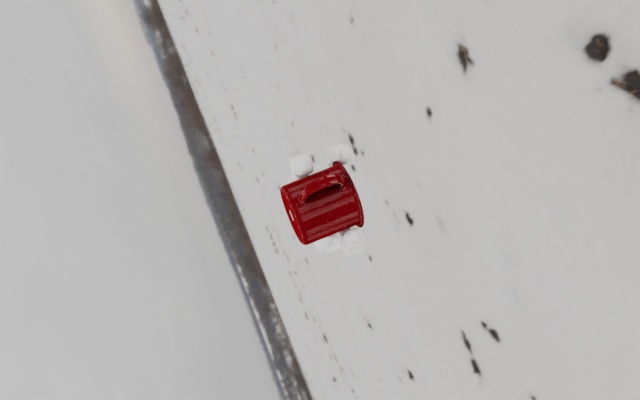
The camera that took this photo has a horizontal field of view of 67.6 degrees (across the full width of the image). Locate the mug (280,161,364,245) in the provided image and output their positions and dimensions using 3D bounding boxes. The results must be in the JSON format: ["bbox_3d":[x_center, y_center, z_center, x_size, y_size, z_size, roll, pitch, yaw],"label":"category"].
[{"bbox_3d":[0.000,0.002,0.599,0.081,0.093,0.117,-22,-18,-10],"label":"mug"}]
